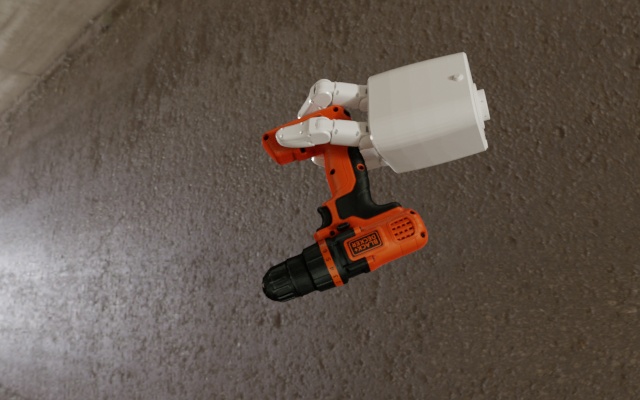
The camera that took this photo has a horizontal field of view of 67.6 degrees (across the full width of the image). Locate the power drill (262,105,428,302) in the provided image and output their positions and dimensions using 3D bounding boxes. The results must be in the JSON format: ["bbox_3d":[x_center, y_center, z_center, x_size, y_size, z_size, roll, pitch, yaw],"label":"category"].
[{"bbox_3d":[0.000,0.001,0.529,0.184,0.187,0.057,-22,-16,-1],"label":"power drill"}]
